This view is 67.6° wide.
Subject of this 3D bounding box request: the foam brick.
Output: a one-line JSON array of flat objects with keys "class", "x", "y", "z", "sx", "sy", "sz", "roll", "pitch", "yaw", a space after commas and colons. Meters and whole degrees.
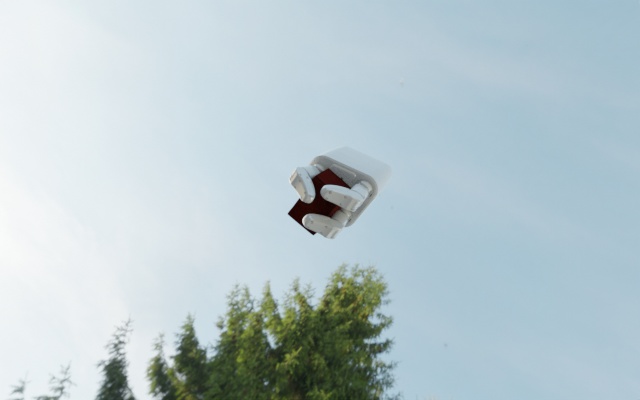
[{"class": "foam brick", "x": 0.000, "y": 0.002, "z": 0.703, "sx": 0.053, "sy": 0.078, "sz": 0.051, "roll": 41, "pitch": 28, "yaw": 7}]
